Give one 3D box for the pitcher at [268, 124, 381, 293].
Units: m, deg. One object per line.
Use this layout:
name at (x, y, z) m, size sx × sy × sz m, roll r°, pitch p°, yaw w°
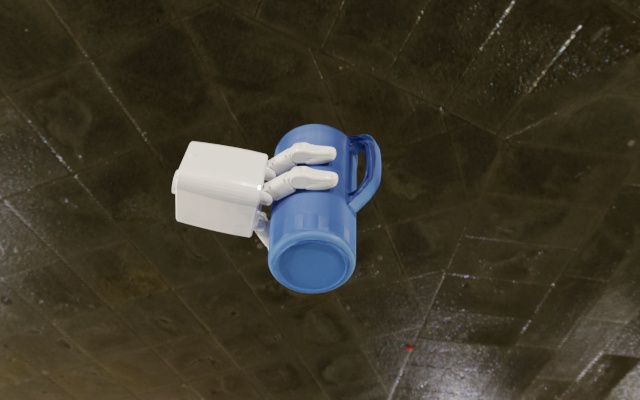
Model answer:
pitcher at (0.000, 0.002, 0.667) m, size 0.145 × 0.149 × 0.242 m, roll 12°, pitch 37°, yaw -9°
